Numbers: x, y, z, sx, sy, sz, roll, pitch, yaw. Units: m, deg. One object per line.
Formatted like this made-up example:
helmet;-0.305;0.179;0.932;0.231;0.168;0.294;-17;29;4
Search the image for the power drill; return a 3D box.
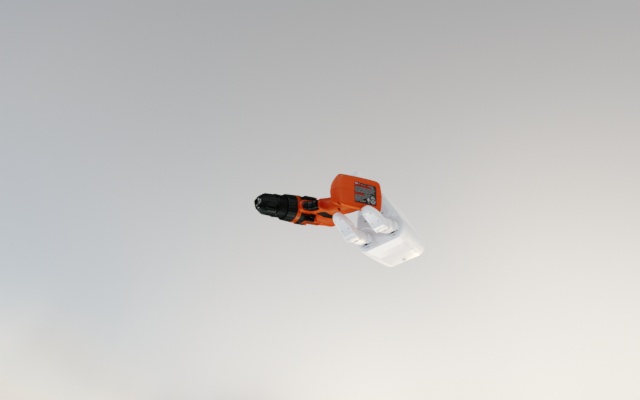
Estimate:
power drill;0.001;0.003;0.844;0.184;0.057;0.188;9;-16;-36
